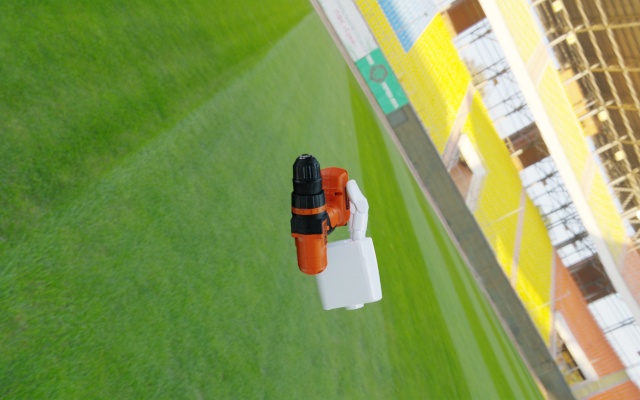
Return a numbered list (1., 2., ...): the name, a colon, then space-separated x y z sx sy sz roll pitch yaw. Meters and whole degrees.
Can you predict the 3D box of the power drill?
1. power drill: 0.000 0.003 0.769 0.057 0.184 0.187 4 18 16
